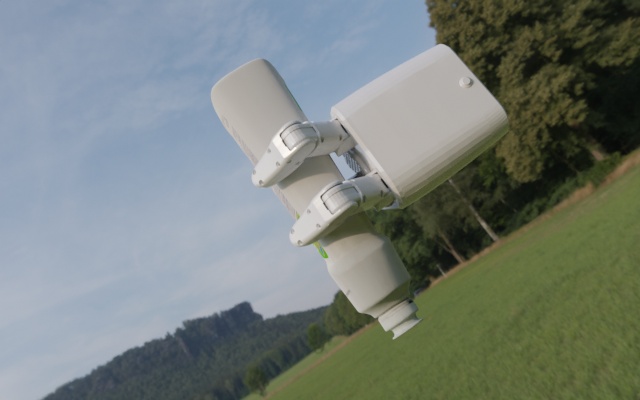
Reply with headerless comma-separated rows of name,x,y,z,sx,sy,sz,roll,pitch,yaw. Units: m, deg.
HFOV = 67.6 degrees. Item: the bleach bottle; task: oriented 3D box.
bleach bottle,0.000,0.001,0.407,0.068,0.250,0.102,-33,-16,-3
